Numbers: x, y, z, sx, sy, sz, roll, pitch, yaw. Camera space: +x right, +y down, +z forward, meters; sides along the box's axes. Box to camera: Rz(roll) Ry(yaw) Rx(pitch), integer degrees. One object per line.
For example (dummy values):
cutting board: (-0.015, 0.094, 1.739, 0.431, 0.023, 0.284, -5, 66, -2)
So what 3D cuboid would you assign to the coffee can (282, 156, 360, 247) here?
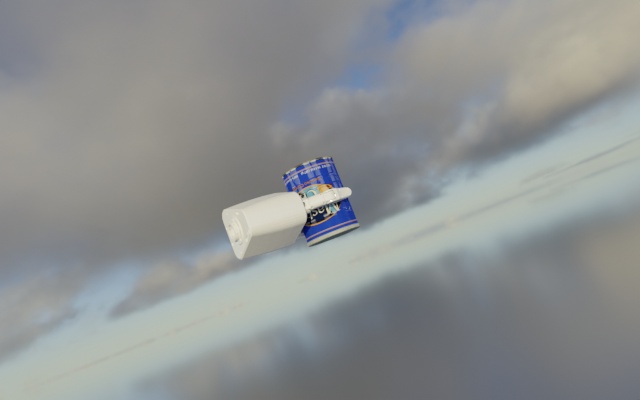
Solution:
coffee can: (0.000, 0.003, 0.888, 0.103, 0.140, 0.103, -21, -8, -3)
